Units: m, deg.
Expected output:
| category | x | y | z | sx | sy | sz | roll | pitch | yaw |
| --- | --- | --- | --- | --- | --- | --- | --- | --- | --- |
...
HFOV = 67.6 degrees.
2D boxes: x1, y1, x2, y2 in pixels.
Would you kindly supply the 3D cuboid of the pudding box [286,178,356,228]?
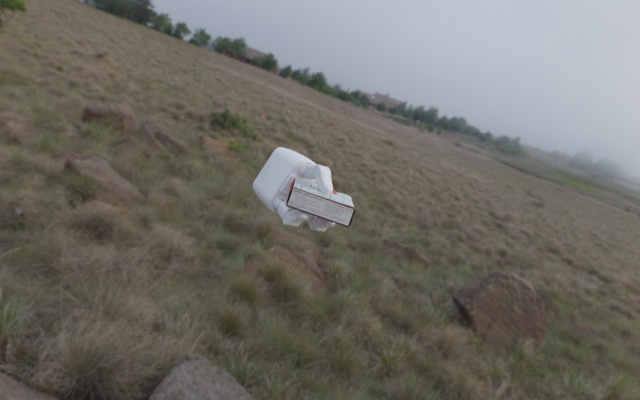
| category | x | y | z | sx | sy | sz | roll | pitch | yaw |
| --- | --- | --- | --- | --- | --- | --- | --- | --- | --- |
| pudding box | 0.000 | 0.002 | 0.807 | 0.113 | 0.039 | 0.090 | 17 | 12 | -4 |
